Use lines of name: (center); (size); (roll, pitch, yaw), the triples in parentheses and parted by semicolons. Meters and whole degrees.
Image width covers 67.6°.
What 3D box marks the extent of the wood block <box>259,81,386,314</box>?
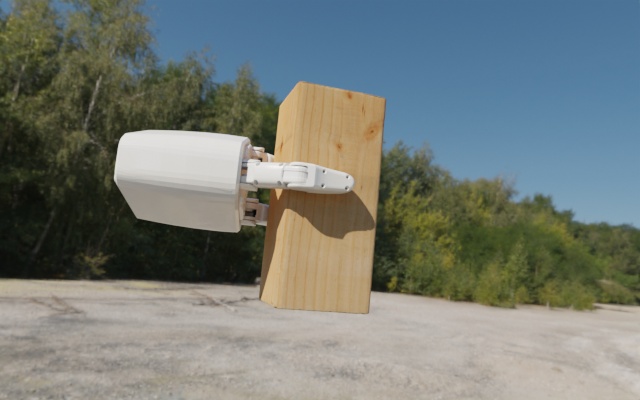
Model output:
wood block: (0.000, 0.001, 0.476); (0.090, 0.206, 0.091); (7, -7, -17)
